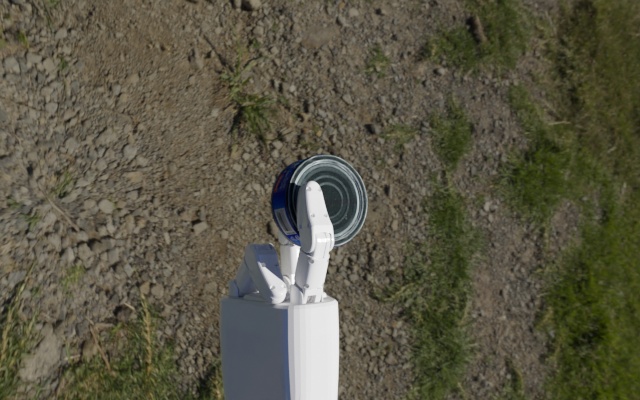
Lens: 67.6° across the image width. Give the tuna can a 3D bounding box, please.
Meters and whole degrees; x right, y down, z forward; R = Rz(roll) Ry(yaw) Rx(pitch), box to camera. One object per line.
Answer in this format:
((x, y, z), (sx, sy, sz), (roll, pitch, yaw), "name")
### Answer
((0.000, 0.001, 0.437), (0.086, 0.086, 0.034), (0, -6, -30), "tuna can")
